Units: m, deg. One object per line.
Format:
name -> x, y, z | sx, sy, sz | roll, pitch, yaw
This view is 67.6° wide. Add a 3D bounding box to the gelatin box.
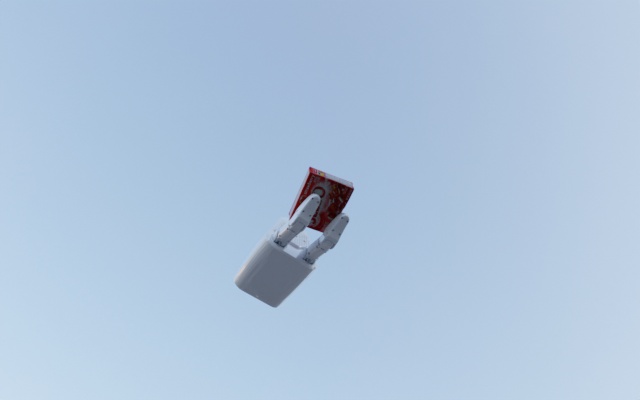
gelatin box -> 0.000, 0.002, 0.730 | 0.073, 0.089, 0.030 | 21, 21, -12
